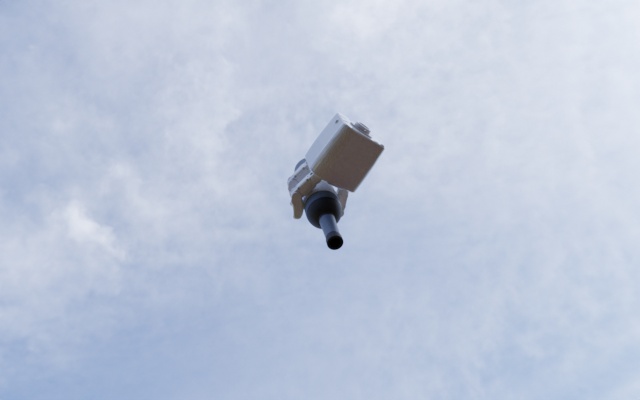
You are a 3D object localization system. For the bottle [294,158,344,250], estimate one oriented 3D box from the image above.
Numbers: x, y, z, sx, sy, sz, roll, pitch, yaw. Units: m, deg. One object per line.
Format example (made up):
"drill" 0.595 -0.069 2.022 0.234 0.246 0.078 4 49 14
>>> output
"bottle" 0.000 0.003 0.894 0.069 0.069 0.295 0 26 -10
